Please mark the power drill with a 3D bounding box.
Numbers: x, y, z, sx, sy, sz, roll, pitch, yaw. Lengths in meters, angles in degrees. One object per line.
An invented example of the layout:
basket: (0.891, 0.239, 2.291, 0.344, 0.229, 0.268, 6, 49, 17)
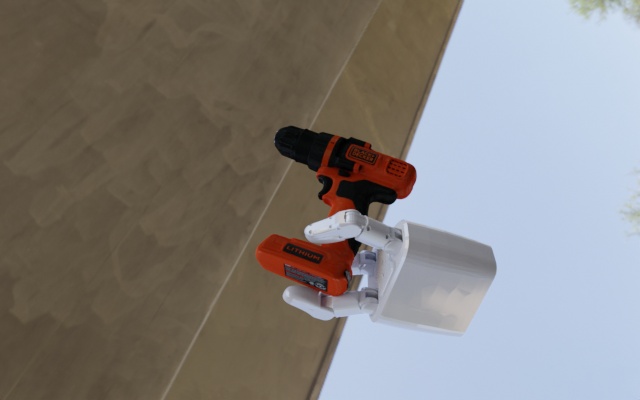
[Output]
power drill: (0.000, 0.002, 0.553, 0.184, 0.187, 0.057, 19, -28, 14)
